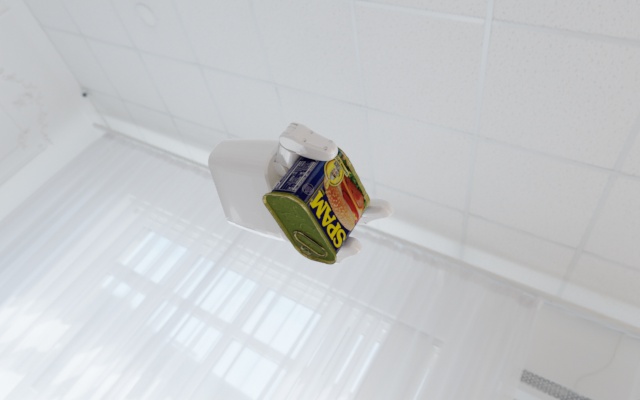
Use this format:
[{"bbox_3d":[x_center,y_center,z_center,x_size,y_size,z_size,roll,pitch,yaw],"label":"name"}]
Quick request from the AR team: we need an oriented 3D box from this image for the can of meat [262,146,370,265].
[{"bbox_3d":[0.000,0.001,0.498,0.057,0.084,0.102,7,-40,41],"label":"can of meat"}]
